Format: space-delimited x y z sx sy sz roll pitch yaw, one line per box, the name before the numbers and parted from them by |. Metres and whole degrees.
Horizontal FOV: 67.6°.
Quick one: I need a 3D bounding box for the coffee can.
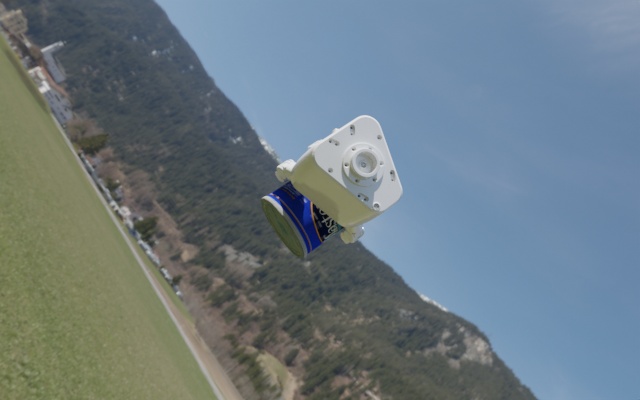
coffee can | 0.000 0.002 0.692 0.140 0.103 0.103 -35 12 -18
